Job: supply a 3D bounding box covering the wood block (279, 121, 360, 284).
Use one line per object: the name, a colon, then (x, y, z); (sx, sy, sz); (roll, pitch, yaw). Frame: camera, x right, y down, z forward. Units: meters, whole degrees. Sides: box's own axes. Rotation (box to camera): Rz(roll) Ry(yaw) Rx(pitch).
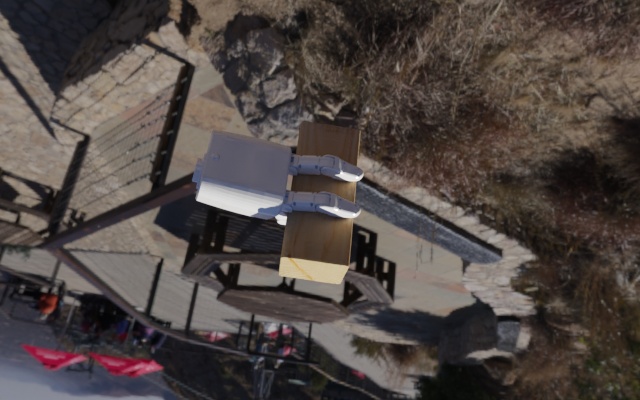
wood block: (0.000, 0.002, 0.679); (0.090, 0.206, 0.091); (8, -25, -3)
